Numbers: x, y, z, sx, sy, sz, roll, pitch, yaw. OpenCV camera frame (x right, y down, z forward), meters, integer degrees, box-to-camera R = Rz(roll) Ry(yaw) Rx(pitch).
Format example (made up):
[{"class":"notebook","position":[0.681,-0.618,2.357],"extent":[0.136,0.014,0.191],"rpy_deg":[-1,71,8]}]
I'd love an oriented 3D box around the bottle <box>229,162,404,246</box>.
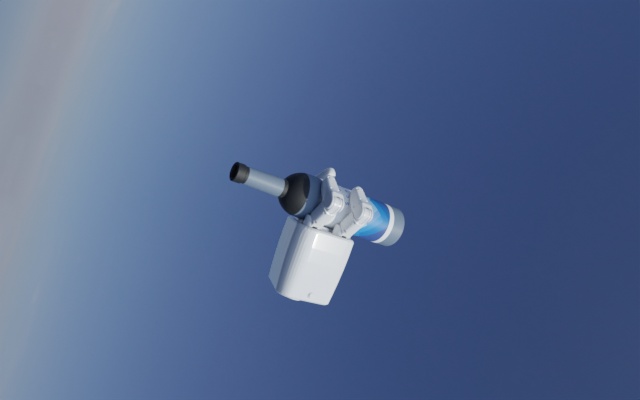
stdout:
[{"class":"bottle","position":[0.000,0.002,0.723],"extent":[0.296,0.069,0.069],"rpy_deg":[20,-11,-32]}]
